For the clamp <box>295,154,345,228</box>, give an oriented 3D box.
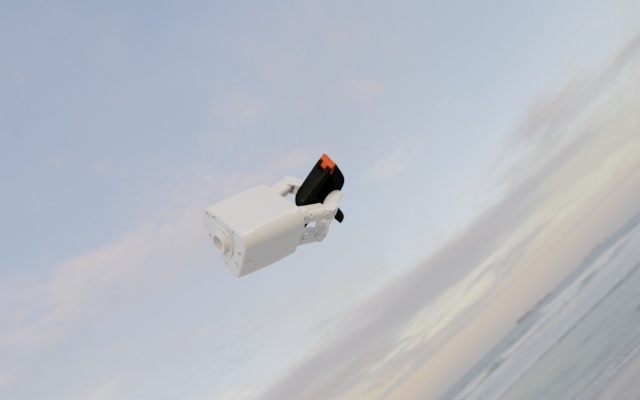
[{"bbox_3d":[0.000,0.002,0.801,0.164,0.210,0.036,-25,60,-38],"label":"clamp"}]
